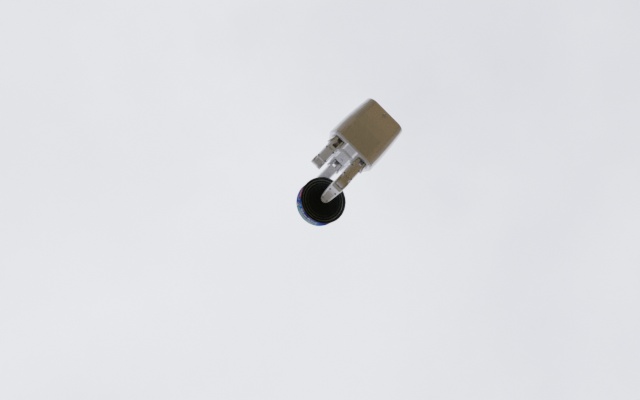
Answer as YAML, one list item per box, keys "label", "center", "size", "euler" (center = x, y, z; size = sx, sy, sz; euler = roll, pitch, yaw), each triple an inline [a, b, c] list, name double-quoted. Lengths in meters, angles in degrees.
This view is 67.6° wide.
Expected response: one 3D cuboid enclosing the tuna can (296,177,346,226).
- label: "tuna can"
  center: [0.000, 0.003, 0.863]
  size: [0.086, 0.086, 0.034]
  euler: [0, -13, -21]
